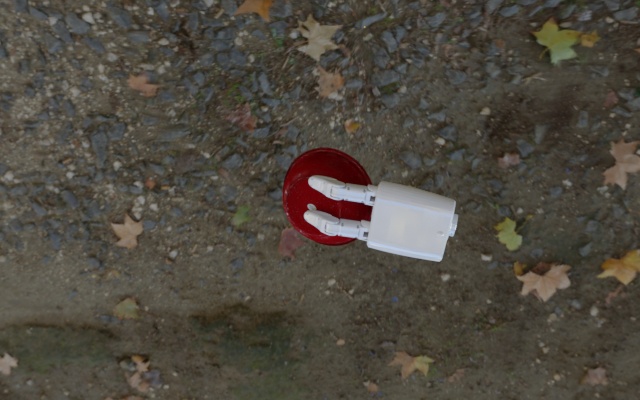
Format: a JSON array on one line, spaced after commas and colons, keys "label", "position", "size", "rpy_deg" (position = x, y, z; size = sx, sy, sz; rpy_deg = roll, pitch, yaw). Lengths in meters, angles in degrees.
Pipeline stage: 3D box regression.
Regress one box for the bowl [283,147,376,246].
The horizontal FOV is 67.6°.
[{"label": "bowl", "position": [-0.001, 0.002, 0.734], "size": [0.162, 0.162, 0.055], "rpy_deg": [0, 15, 27]}]
